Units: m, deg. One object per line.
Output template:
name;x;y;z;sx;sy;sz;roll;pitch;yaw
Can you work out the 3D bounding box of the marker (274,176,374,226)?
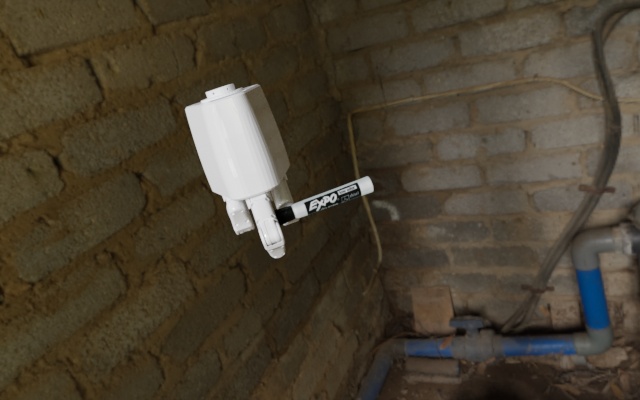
marker;0.000;0.002;0.528;0.121;0.020;0.020;-20;3;-7
